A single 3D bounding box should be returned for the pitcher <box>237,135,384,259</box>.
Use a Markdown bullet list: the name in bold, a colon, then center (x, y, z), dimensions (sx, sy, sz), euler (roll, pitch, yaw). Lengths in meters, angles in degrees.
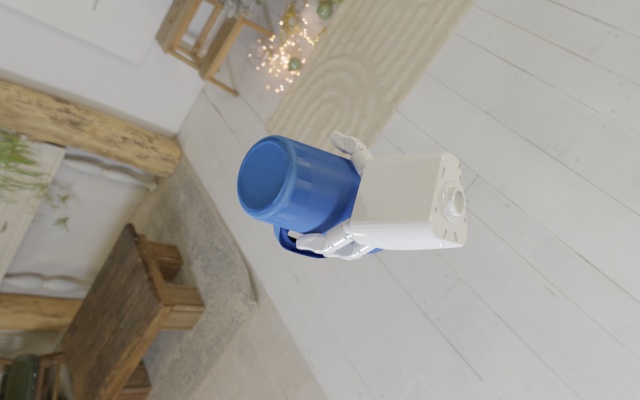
- **pitcher**: center (0.000, 0.002, 0.670), dimensions (0.145, 0.149, 0.243), euler (-1, -12, 41)
